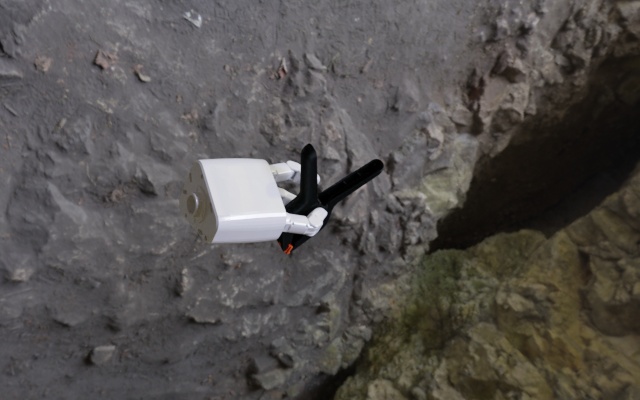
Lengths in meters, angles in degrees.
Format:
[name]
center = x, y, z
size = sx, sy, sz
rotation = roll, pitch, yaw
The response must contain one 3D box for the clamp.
[clamp]
center = 0.000, 0.003, 0.749
size = 0.164, 0.210, 0.036
rotation = 1, 43, -39
